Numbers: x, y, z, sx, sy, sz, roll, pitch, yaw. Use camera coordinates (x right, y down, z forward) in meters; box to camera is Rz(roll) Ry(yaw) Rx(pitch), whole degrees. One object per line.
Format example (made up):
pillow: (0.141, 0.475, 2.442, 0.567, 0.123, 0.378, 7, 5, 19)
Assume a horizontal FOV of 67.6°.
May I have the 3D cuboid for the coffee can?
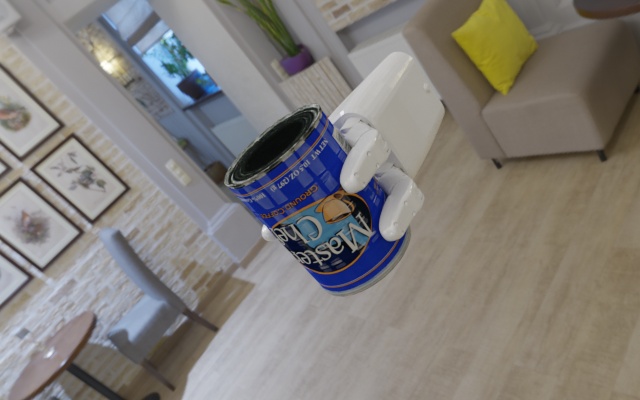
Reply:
coffee can: (0.000, 0.002, 0.424, 0.140, 0.102, 0.103, 50, -25, -24)
